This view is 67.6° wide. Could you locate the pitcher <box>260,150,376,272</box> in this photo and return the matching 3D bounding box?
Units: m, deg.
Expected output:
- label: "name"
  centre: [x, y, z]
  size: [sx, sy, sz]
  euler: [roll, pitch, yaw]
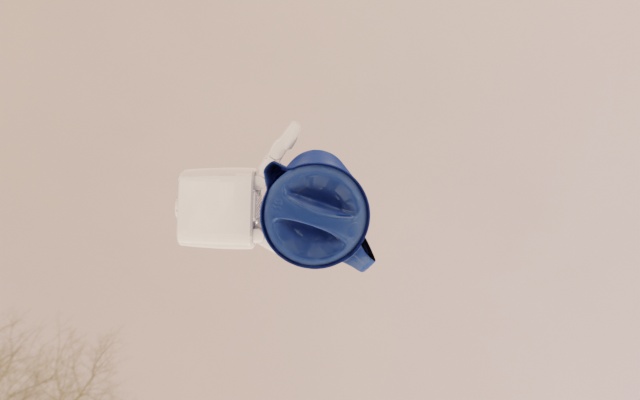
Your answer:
- label: "pitcher"
  centre: [0.000, 0.002, 0.685]
  size: [0.145, 0.149, 0.242]
  euler: [0, 13, 0]
